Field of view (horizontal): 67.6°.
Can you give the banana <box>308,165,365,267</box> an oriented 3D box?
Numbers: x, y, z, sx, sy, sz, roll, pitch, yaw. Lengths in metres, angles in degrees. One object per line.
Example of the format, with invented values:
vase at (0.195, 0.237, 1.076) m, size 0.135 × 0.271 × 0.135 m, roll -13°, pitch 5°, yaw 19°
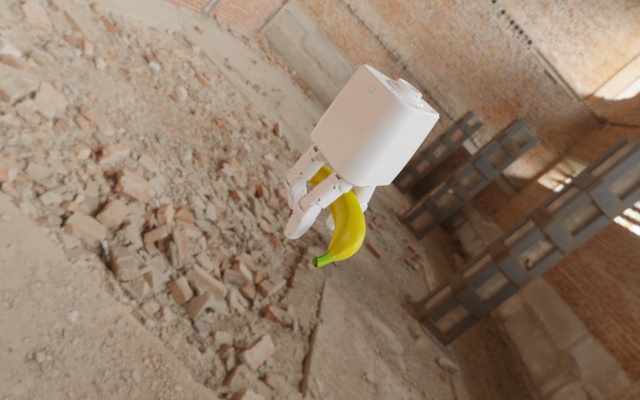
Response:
banana at (0.018, 0.008, 0.597) m, size 0.069 × 0.037 × 0.197 m, roll 13°, pitch 34°, yaw -17°
